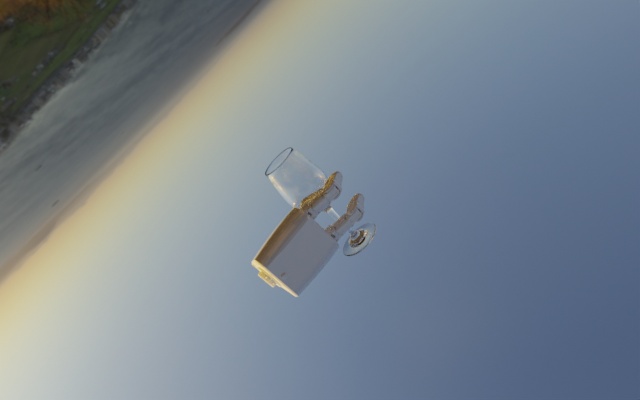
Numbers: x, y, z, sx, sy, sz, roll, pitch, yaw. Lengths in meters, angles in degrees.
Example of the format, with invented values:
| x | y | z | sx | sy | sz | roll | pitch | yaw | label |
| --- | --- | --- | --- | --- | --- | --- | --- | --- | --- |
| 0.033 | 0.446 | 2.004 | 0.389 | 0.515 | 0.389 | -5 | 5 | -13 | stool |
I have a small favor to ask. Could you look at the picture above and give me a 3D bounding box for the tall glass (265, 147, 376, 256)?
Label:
| x | y | z | sx | sy | sz | roll | pitch | yaw | label |
| --- | --- | --- | --- | --- | --- | --- | --- | --- | --- |
| 0.001 | 0.003 | 0.793 | 0.201 | 0.079 | 0.079 | 44 | -18 | -19 | tall glass |
